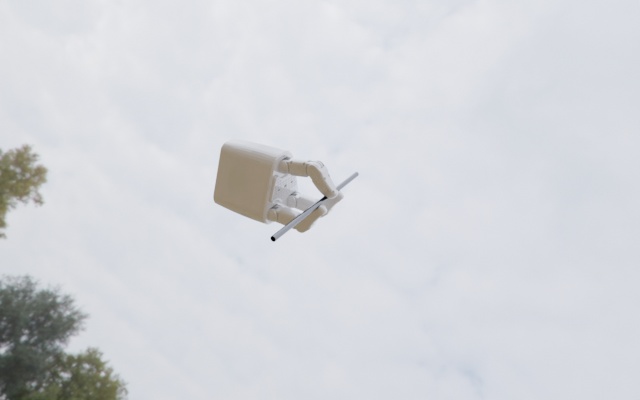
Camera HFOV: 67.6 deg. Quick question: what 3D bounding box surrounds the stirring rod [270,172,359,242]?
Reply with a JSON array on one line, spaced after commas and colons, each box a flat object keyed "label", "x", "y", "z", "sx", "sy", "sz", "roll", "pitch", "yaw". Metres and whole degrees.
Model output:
[{"label": "stirring rod", "x": 0.000, "y": 0.002, "z": 0.687, "sx": 0.011, "sy": 0.011, "sz": 0.239, "roll": 0, "pitch": 22, "yaw": 32}]
